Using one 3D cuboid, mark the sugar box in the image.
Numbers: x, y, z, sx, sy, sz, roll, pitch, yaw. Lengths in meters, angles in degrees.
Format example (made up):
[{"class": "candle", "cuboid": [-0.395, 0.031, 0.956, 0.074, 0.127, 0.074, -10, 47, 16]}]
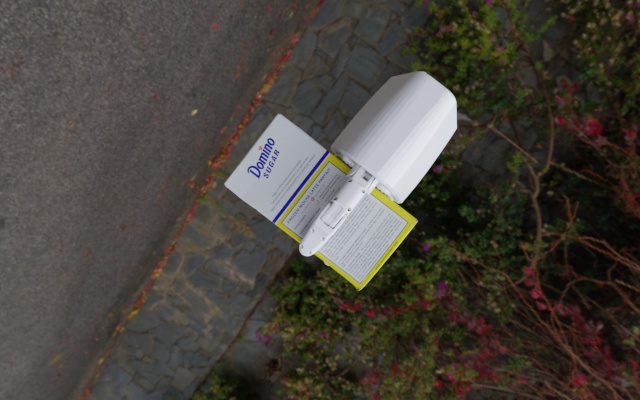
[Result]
[{"class": "sugar box", "cuboid": [0.000, 0.002, 0.492, 0.176, 0.093, 0.048, 39, 2, 2]}]
